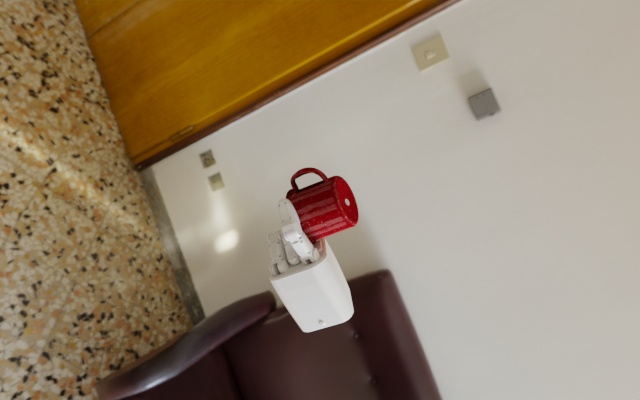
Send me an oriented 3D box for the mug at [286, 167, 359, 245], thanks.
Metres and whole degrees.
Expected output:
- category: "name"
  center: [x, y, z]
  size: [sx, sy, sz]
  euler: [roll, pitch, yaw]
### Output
- category: "mug"
  center: [0.000, 0.001, 0.717]
  size: [0.081, 0.117, 0.093]
  euler: [-21, 18, 22]
